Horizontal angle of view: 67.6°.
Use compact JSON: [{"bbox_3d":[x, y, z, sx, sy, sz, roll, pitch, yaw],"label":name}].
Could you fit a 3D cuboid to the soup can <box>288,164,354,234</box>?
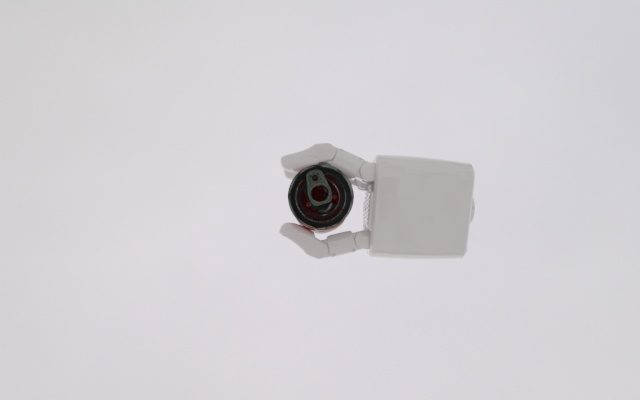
[{"bbox_3d":[0.000,0.002,0.536,0.068,0.068,0.102,0,-7,0],"label":"soup can"}]
